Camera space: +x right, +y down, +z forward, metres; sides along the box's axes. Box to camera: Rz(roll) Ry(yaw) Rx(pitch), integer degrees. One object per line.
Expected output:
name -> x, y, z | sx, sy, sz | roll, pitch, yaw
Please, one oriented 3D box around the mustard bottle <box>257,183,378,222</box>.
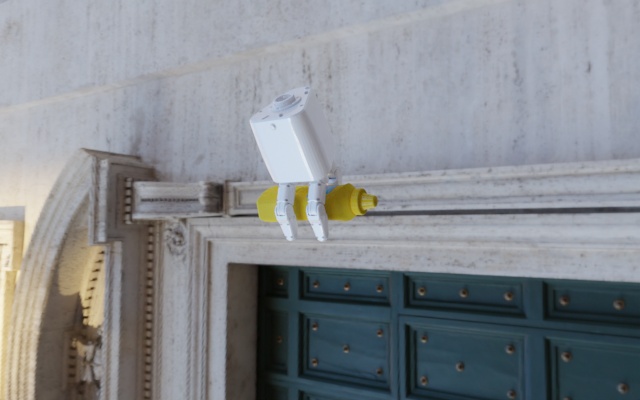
mustard bottle -> 0.000, 0.003, 0.764 | 0.191, 0.058, 0.096 | -2, 12, 30
